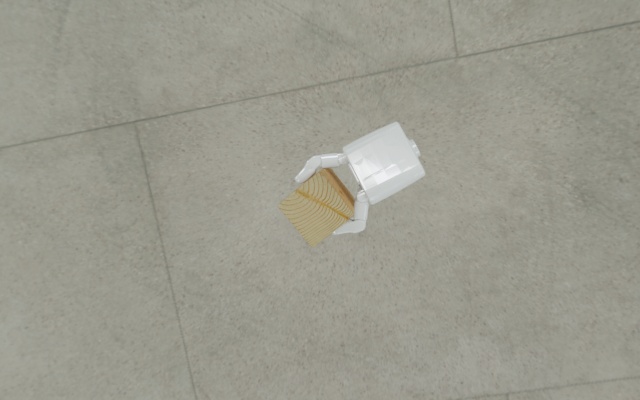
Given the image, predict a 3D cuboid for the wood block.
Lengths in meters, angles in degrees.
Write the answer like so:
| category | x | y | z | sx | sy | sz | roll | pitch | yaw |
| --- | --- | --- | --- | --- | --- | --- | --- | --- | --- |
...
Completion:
| category | x | y | z | sx | sy | sz | roll | pitch | yaw |
| --- | --- | --- | --- | --- | --- | --- | --- | --- | --- |
| wood block | 0.000 | 0.002 | 0.854 | 0.090 | 0.091 | 0.206 | -38 | 3 | 8 |
